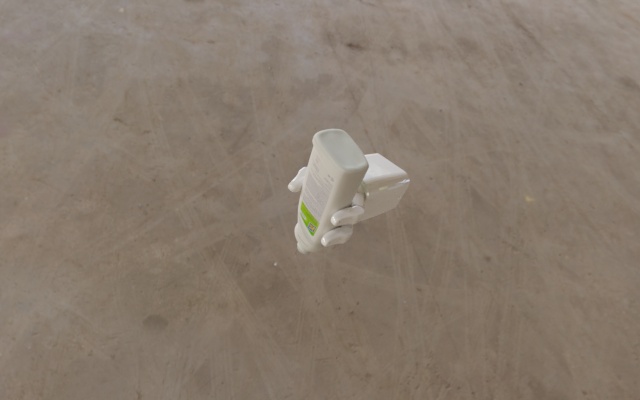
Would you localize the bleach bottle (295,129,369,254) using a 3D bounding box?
[{"bbox_3d":[0.000,0.003,0.830,0.068,0.102,0.251,-14,-34,-32],"label":"bleach bottle"}]
